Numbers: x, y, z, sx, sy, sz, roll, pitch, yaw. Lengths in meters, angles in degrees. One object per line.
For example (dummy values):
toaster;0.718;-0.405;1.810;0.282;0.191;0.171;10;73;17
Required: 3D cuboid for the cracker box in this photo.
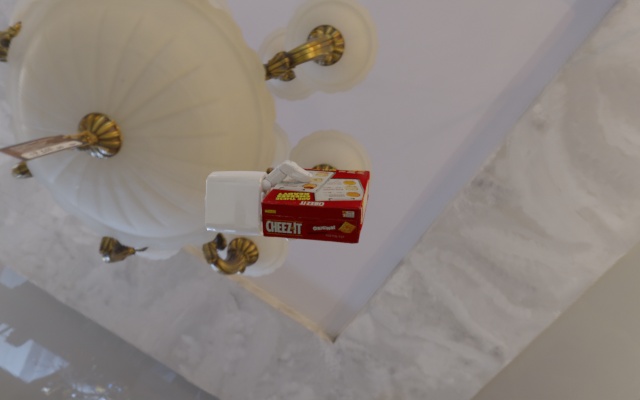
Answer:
cracker box;0.000;0.003;0.866;0.164;0.072;0.213;3;20;9
